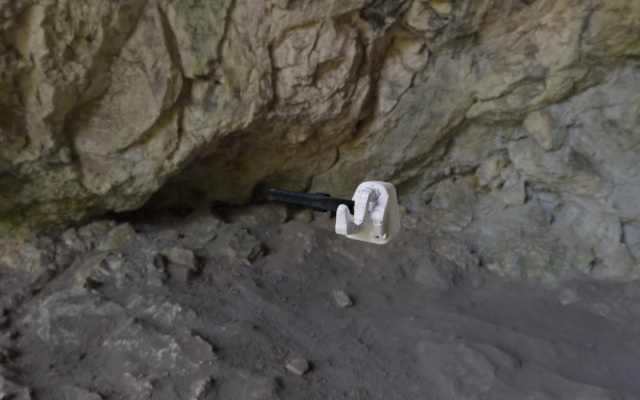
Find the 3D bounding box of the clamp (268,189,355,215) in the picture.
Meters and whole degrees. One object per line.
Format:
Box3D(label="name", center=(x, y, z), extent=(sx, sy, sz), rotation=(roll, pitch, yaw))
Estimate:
Box3D(label="clamp", center=(0.000, 0.002, 0.892), extent=(0.171, 0.039, 0.120), rotation=(11, 8, 19))
